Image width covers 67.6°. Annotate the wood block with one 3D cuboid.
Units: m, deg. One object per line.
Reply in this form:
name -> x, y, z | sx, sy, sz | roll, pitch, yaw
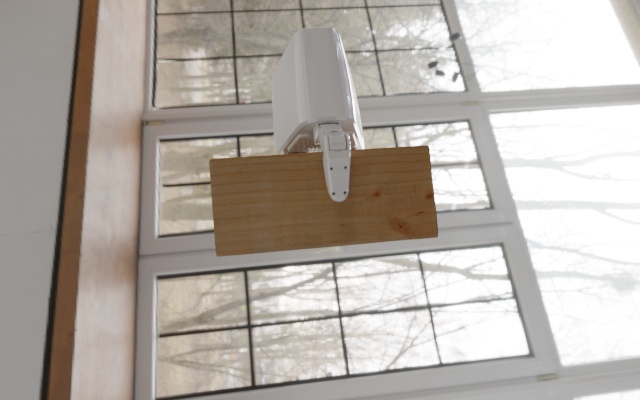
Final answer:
wood block -> 0.000, 0.001, 0.479 | 0.206, 0.090, 0.091 | -5, -3, -7
